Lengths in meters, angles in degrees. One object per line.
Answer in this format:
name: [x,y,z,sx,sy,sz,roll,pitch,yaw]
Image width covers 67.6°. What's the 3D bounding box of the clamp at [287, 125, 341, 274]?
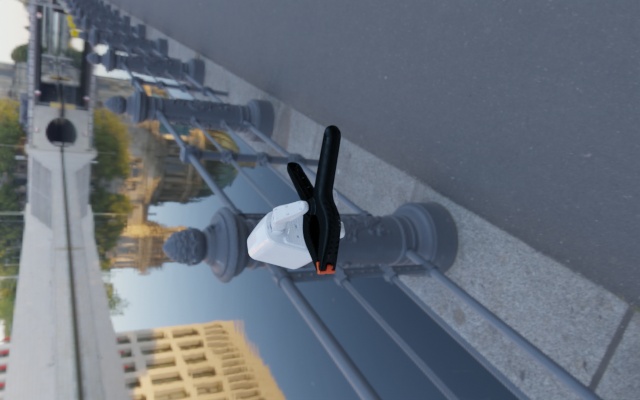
clamp: [-0.001,0.003,0.717,0.036,0.210,0.165,0,-23,-26]
